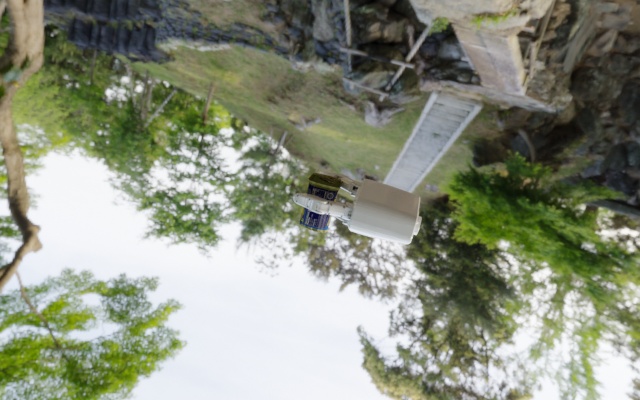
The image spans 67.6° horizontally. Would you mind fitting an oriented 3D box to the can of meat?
[{"bbox_3d":[0.000,0.003,0.850,0.057,0.084,0.102,15,13,3],"label":"can of meat"}]
